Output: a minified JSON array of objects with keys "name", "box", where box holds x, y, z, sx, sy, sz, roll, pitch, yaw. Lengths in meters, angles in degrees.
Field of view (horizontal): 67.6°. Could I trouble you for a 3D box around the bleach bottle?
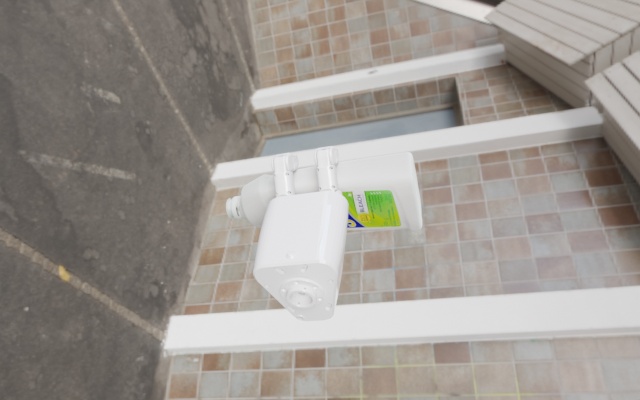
[{"name":"bleach bottle","box":[0.000,0.002,0.625,0.251,0.103,0.068,-7,42,15]}]
